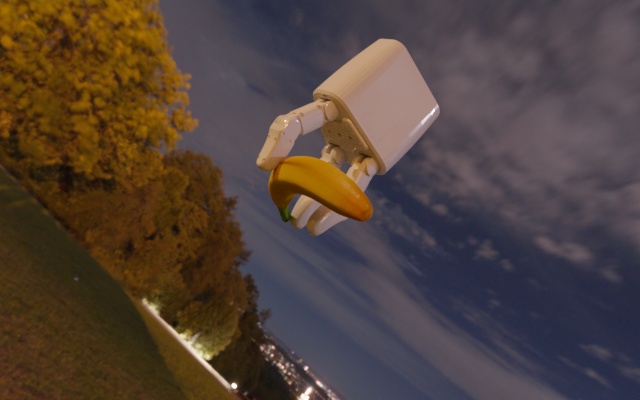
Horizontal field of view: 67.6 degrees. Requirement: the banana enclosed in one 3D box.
[{"bbox_3d":[-0.012,-0.013,0.468,0.037,0.069,0.198,-41,14,-18],"label":"banana"}]
